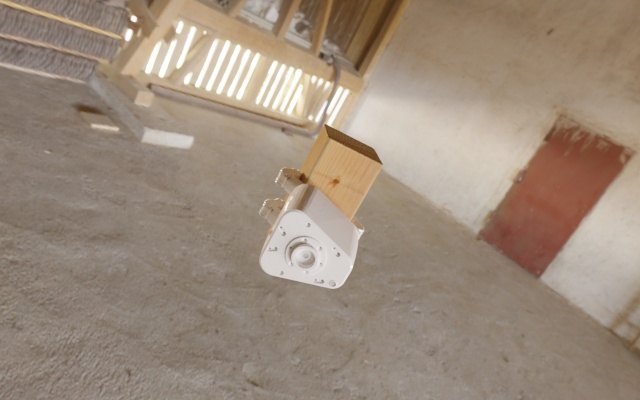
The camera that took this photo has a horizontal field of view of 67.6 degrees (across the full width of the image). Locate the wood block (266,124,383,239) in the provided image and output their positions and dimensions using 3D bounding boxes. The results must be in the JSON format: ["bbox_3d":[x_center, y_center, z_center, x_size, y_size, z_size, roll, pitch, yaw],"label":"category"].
[{"bbox_3d":[0.000,0.003,0.728,0.091,0.206,0.090,25,18,-13],"label":"wood block"}]
